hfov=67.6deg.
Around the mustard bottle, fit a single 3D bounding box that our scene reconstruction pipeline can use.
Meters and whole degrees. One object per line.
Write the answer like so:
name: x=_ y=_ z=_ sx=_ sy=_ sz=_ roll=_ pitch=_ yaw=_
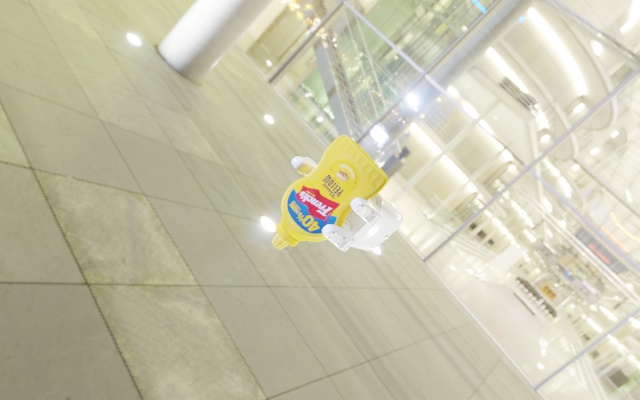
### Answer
mustard bottle: x=0.000 y=0.002 z=0.697 sx=0.191 sy=0.096 sz=0.058 roll=-44 pitch=-9 yaw=12
